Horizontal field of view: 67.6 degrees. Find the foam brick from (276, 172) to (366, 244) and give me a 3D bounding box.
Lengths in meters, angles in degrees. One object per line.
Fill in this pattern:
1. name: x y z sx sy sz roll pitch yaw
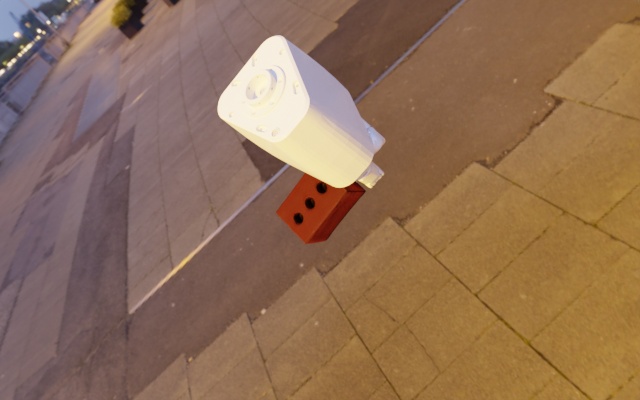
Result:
1. foam brick: 0.000 0.002 0.524 0.053 0.078 0.051 44 21 19
